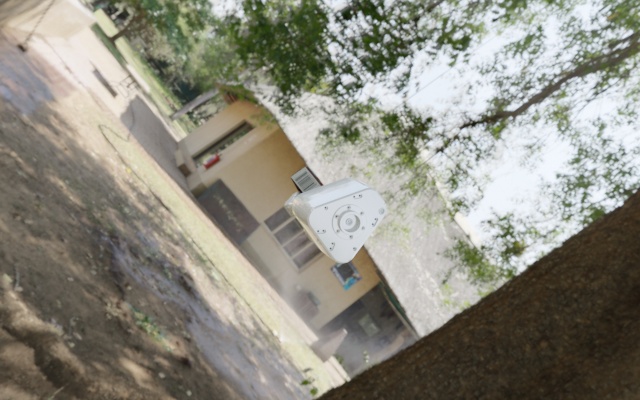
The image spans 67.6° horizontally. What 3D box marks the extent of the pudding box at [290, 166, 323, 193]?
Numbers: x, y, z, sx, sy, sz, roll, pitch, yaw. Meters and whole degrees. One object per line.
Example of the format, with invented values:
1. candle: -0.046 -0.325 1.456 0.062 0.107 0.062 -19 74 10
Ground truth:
1. pudding box: 0.000 0.003 0.824 0.039 0.113 0.090 -36 -14 -4
